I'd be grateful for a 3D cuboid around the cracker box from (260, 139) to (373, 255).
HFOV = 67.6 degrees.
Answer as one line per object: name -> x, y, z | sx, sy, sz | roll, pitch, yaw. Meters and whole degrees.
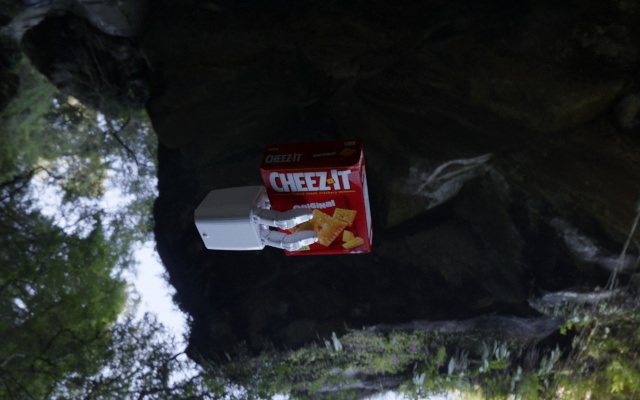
cracker box -> 0.000, 0.003, 0.835 | 0.164, 0.214, 0.072 | -2, 42, 11
